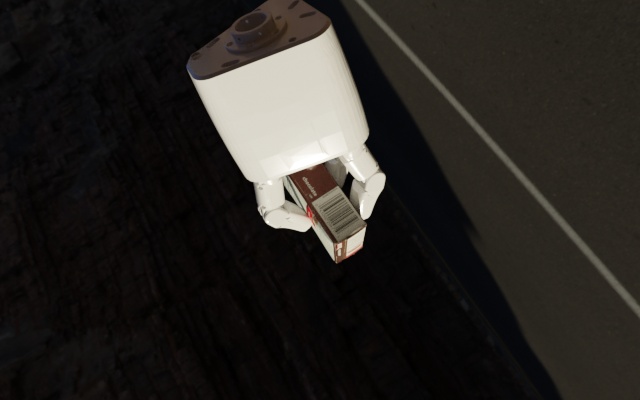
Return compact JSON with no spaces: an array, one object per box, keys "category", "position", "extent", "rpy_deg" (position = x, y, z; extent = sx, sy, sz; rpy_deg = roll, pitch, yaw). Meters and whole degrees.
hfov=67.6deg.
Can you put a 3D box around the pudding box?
[{"category":"pudding box","position":[0.000,0.002,0.487],"extent":[0.039,0.113,0.090],"rpy_deg":[-31,-17,-7]}]
